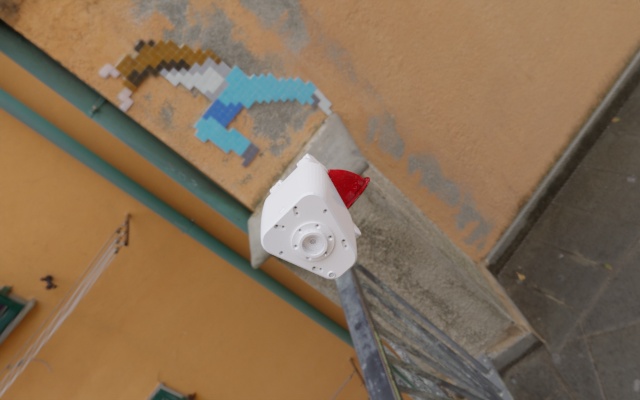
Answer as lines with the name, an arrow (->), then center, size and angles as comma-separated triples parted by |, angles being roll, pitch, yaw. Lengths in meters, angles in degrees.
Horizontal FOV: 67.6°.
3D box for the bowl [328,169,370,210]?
bowl -> 0.000, 0.002, 0.739 | 0.162, 0.055, 0.162 | -44, 5, 5
